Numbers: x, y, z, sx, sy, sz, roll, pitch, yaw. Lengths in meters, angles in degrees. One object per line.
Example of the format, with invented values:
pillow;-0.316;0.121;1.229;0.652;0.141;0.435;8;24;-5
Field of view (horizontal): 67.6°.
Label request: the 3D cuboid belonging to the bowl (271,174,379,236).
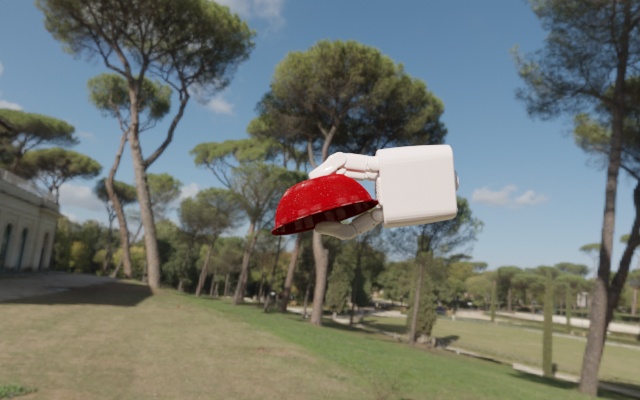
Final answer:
bowl;-0.001;0.002;0.693;0.162;0.055;0.162;-16;-10;-3
